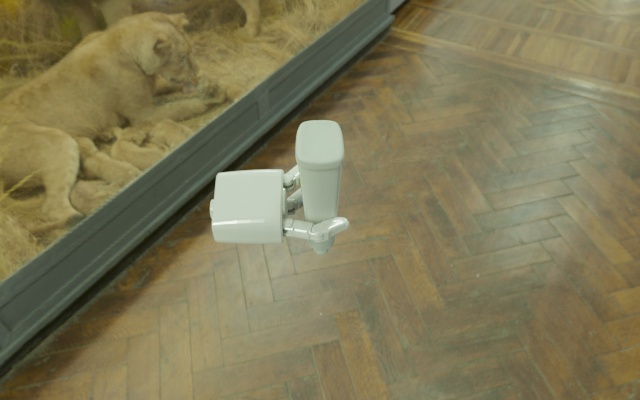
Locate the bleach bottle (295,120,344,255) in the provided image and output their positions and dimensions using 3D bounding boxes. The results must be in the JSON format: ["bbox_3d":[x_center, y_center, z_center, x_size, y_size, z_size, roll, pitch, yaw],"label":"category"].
[{"bbox_3d":[0.000,0.002,0.753,0.068,0.251,0.102,-1,45,0],"label":"bleach bottle"}]
